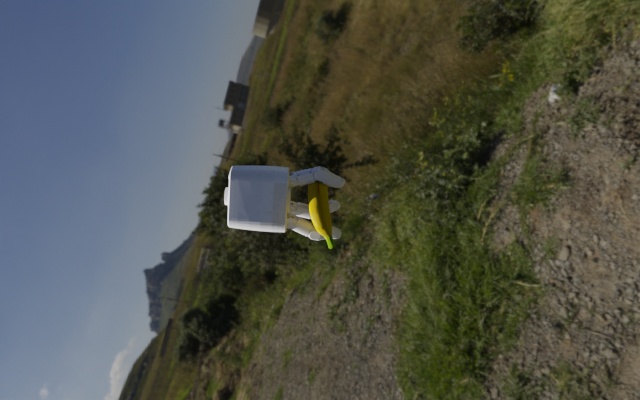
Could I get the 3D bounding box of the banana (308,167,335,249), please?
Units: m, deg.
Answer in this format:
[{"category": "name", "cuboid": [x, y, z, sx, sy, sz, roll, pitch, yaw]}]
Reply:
[{"category": "banana", "cuboid": [-0.002, -0.007, 0.876, 0.037, 0.197, 0.070, -9, -42, 4]}]
